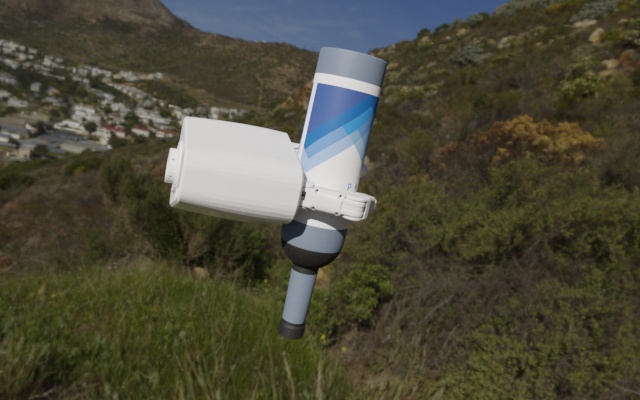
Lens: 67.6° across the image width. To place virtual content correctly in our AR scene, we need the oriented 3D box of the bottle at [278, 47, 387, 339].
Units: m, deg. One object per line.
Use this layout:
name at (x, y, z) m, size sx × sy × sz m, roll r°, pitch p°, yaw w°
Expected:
bottle at (0.000, 0.001, 0.487) m, size 0.069 × 0.296 × 0.069 m, roll 13°, pitch 10°, yaw -2°
